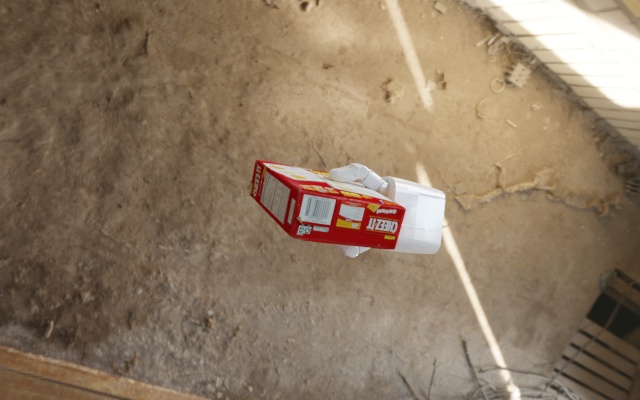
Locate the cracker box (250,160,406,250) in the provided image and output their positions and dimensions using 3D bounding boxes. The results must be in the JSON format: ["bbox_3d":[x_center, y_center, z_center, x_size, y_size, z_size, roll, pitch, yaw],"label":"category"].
[{"bbox_3d":[0.000,0.002,0.719,0.164,0.072,0.213,9,11,-25],"label":"cracker box"}]
